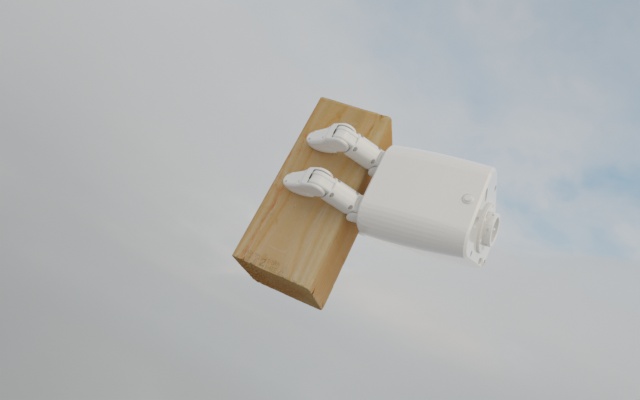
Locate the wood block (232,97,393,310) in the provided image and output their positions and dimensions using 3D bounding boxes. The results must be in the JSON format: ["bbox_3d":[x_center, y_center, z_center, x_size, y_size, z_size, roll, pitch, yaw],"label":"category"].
[{"bbox_3d":[0.001,0.002,0.531,0.090,0.206,0.091,20,-21,19],"label":"wood block"}]
